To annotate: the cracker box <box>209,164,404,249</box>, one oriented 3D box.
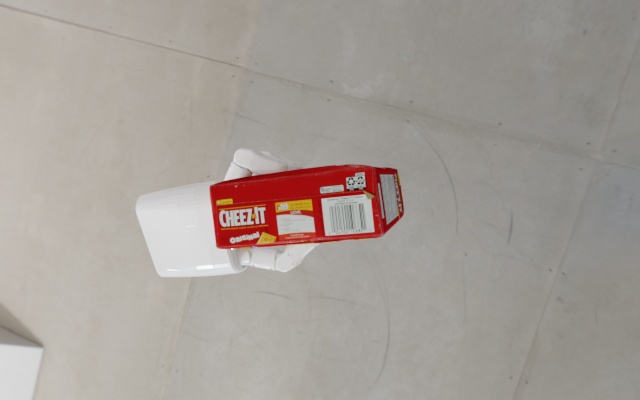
[{"bbox_3d":[0.000,0.002,0.535,0.164,0.072,0.213,-6,2,15],"label":"cracker box"}]
